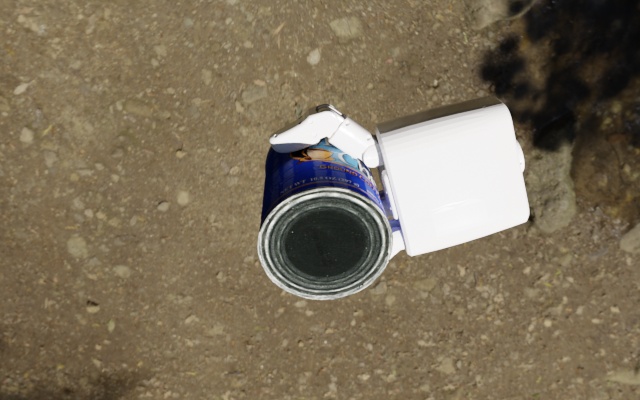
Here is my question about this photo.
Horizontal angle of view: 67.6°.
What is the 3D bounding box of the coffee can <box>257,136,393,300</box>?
[{"bbox_3d":[0.000,0.001,0.418,0.103,0.103,0.140,0,29,-4],"label":"coffee can"}]
